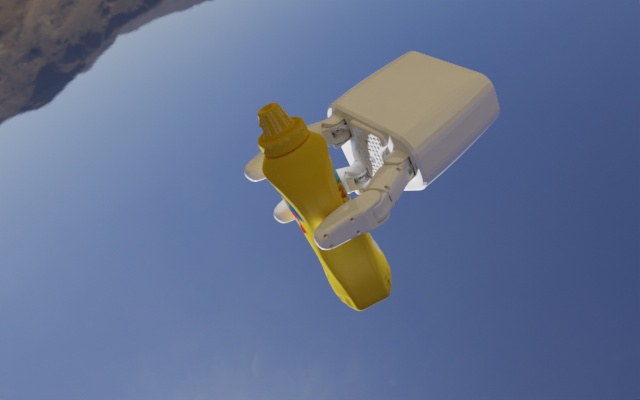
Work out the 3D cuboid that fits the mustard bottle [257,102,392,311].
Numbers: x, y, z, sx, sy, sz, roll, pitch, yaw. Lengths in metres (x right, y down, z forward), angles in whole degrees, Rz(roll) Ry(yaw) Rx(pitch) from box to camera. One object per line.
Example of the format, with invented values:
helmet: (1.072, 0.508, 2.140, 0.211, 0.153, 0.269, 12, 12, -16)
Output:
mustard bottle: (0.000, 0.002, 0.413, 0.058, 0.192, 0.096, -27, 30, 3)
